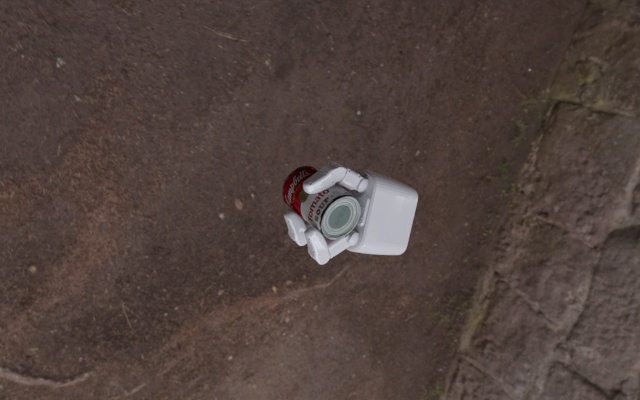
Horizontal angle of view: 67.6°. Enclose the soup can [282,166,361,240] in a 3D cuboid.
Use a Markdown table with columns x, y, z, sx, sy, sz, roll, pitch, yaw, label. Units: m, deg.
| x | y | z | sx | sy | sz | roll | pitch | yaw | label |
| --- | --- | --- | --- | --- | --- | --- | --- | --- | --- |
| 0.000 | 0.002 | 0.664 | 0.068 | 0.068 | 0.102 | 0 | 25 | -38 | soup can |
